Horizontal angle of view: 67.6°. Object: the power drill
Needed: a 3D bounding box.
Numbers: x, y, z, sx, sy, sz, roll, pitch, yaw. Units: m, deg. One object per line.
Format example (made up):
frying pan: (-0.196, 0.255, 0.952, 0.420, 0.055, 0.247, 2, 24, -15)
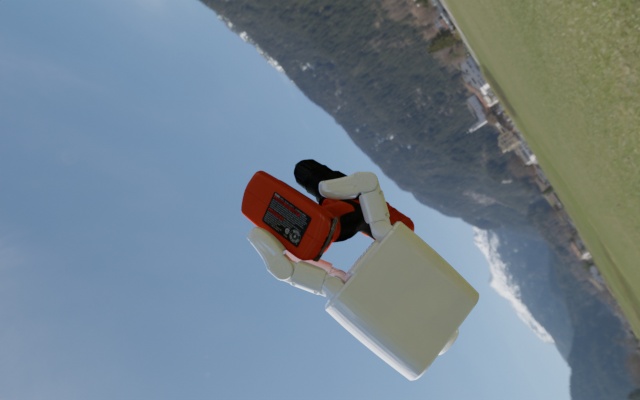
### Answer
power drill: (0.000, 0.002, 0.548, 0.184, 0.057, 0.187, 33, 21, 28)
